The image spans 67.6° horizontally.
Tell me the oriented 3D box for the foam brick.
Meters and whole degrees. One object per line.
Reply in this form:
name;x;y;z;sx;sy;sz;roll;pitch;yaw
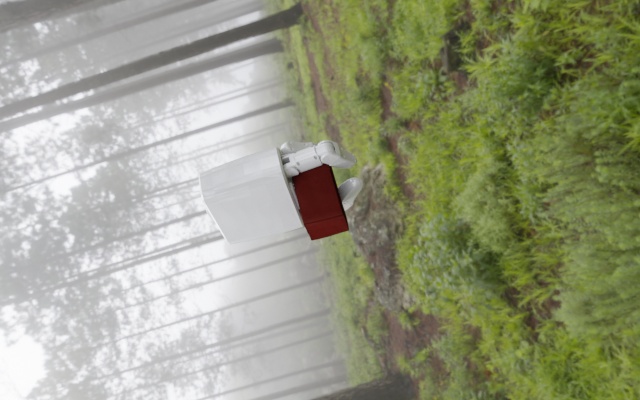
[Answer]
foam brick;0.000;0.002;0.596;0.051;0.078;0.053;-16;-29;1
